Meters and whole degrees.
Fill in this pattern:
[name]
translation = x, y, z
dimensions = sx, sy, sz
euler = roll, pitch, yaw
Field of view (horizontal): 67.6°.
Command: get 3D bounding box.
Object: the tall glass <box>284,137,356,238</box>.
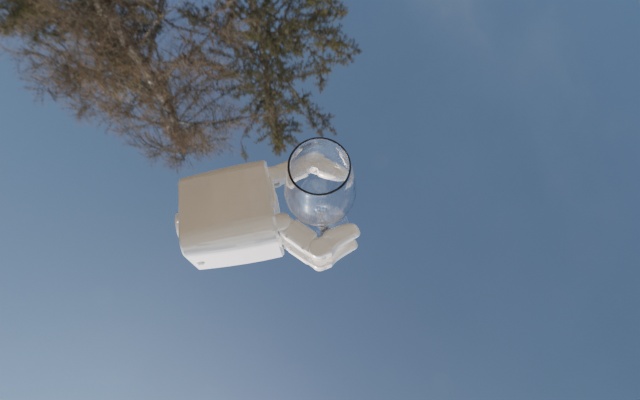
[tall glass]
translation = 0.000, 0.002, 0.551
dimensions = 0.079, 0.079, 0.201
euler = 0, -21, 0
